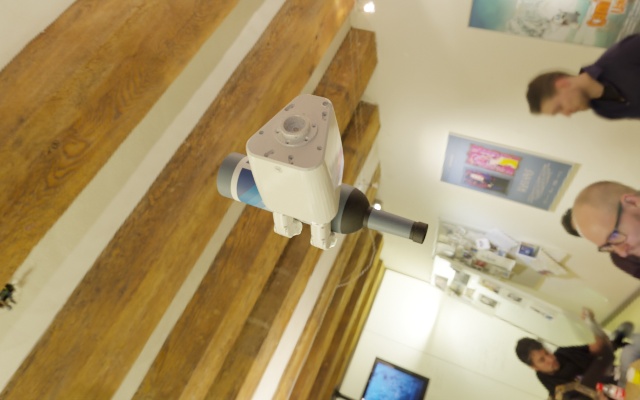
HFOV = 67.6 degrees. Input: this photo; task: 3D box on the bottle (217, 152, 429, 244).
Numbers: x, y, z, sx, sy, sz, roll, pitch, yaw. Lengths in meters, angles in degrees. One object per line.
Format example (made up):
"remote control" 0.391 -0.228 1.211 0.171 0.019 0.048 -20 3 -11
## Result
"bottle" 0.000 0.002 0.653 0.295 0.069 0.069 17 6 19
